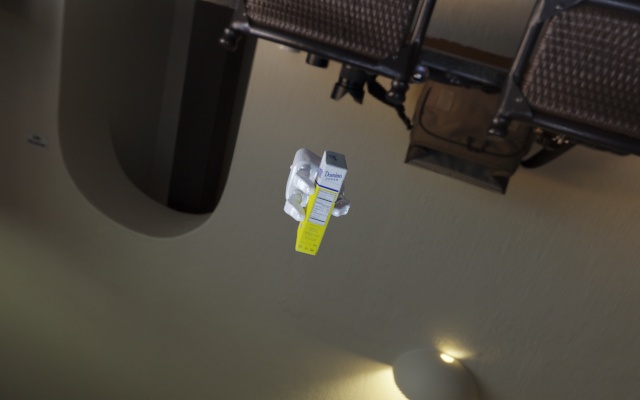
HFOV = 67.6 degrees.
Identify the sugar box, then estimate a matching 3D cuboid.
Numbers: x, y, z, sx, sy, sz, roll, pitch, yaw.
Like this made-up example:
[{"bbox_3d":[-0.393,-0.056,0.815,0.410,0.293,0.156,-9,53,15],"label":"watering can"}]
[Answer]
[{"bbox_3d":[0.000,0.003,0.879,0.048,0.176,0.093,15,20,-6],"label":"sugar box"}]
